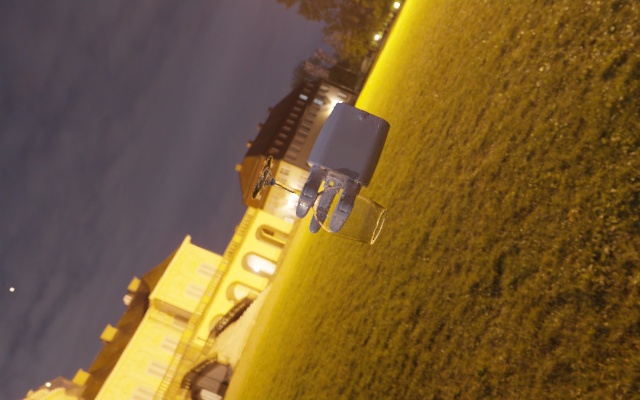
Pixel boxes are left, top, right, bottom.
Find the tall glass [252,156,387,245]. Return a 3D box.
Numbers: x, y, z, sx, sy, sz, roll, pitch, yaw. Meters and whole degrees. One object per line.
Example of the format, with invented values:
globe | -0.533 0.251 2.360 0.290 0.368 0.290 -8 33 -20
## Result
tall glass | -0.001 0.002 0.745 0.201 0.079 0.079 23 0 0
